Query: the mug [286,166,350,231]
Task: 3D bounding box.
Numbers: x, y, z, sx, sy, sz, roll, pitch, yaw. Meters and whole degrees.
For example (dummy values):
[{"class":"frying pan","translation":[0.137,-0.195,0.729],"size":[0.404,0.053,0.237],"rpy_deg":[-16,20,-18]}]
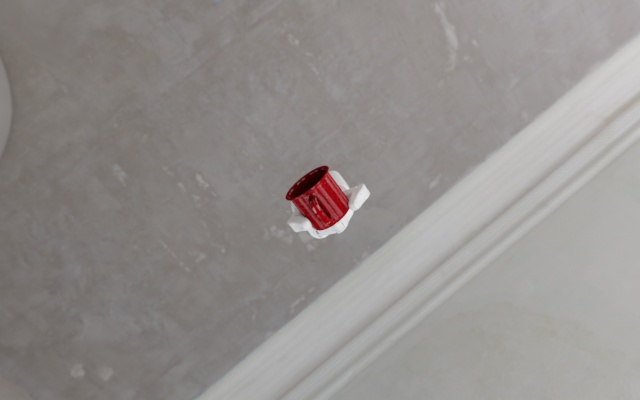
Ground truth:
[{"class":"mug","translation":[0.000,0.003,0.830],"size":[0.093,0.081,0.117],"rpy_deg":[-35,19,9]}]
